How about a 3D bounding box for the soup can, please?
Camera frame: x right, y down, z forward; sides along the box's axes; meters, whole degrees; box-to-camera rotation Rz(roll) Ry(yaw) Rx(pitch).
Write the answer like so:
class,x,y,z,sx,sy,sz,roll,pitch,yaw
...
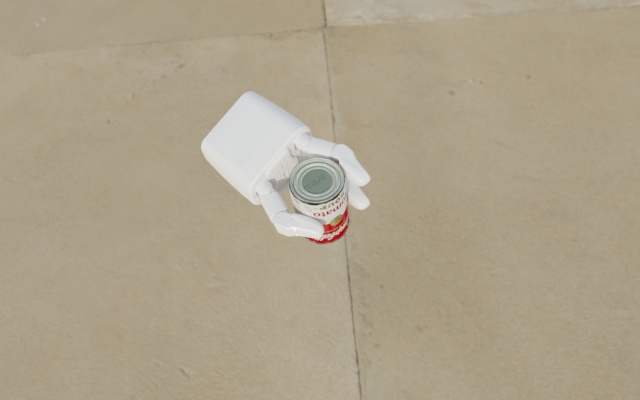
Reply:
class,x,y,z,sx,sy,sz,roll,pitch,yaw
soup can,0.000,0.002,0.592,0.068,0.068,0.102,0,-32,6
